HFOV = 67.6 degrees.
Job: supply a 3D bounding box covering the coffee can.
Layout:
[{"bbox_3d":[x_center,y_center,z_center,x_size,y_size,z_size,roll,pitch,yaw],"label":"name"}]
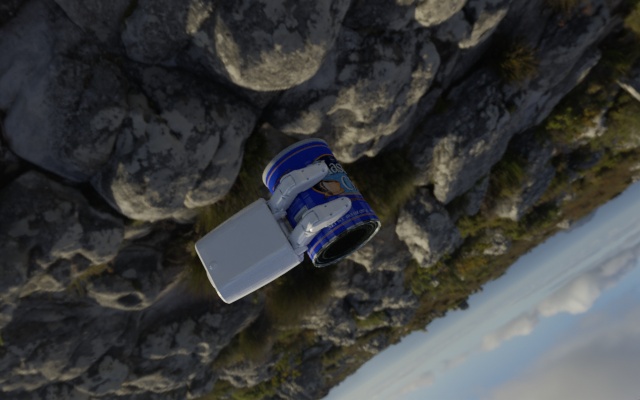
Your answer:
[{"bbox_3d":[0.000,0.002,0.639,0.103,0.140,0.103,-28,-22,-12],"label":"coffee can"}]
